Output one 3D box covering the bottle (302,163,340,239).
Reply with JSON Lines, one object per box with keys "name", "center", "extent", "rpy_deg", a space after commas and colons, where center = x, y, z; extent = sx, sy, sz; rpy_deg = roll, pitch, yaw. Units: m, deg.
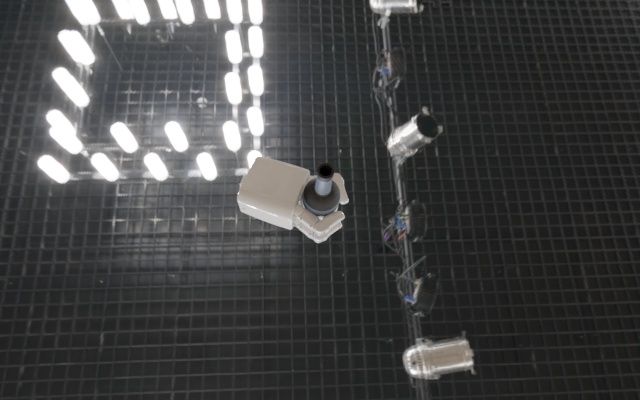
{"name": "bottle", "center": [0.000, 0.003, 0.879], "extent": [0.069, 0.069, 0.296], "rpy_deg": [0, -20, -3]}
